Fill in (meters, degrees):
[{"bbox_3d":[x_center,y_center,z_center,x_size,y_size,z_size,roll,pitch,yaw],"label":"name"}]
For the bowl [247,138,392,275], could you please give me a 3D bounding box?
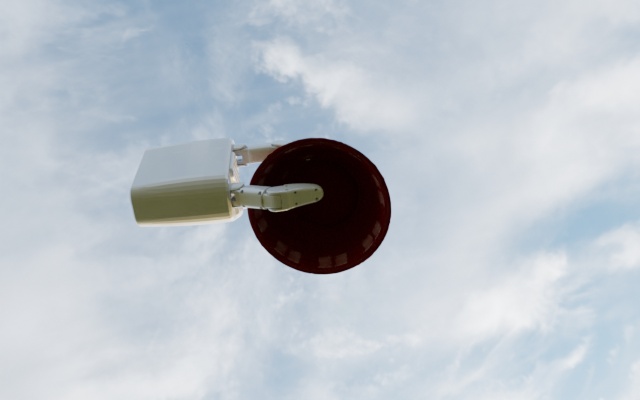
[{"bbox_3d":[0.001,0.002,0.551,0.162,0.162,0.055,0,20,7],"label":"bowl"}]
